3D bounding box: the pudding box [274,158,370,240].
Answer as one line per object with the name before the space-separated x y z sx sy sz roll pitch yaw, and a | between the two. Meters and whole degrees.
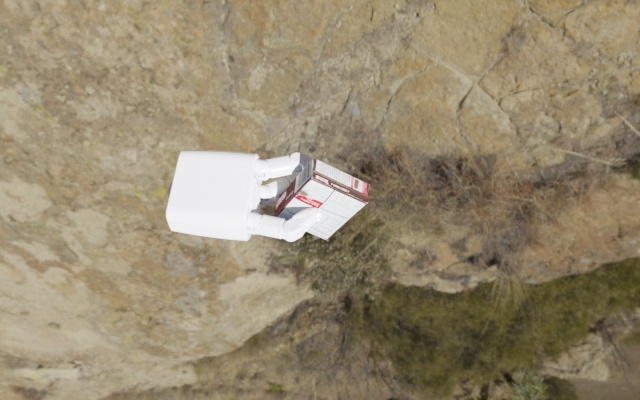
pudding box | 0.000 0.002 0.657 0.090 0.039 0.113 23 -40 -20
